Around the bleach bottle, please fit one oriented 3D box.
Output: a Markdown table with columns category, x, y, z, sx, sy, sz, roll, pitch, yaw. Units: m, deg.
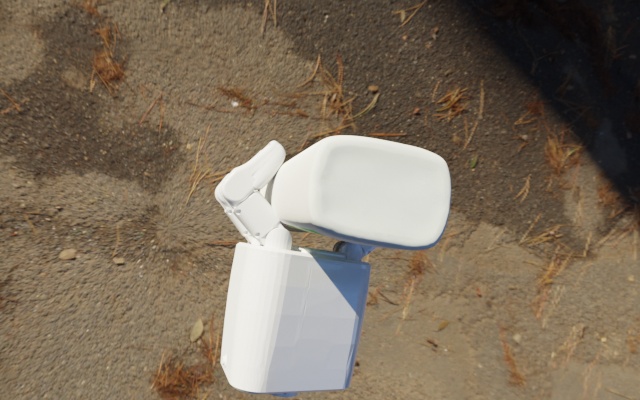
| category | x | y | z | sx | sy | sz | roll | pitch | yaw |
| --- | --- | --- | --- | --- | --- | --- | --- | --- | --- |
| bleach bottle | 0.000 | 0.001 | 0.413 | 0.102 | 0.068 | 0.251 | 10 | -6 | -17 |
